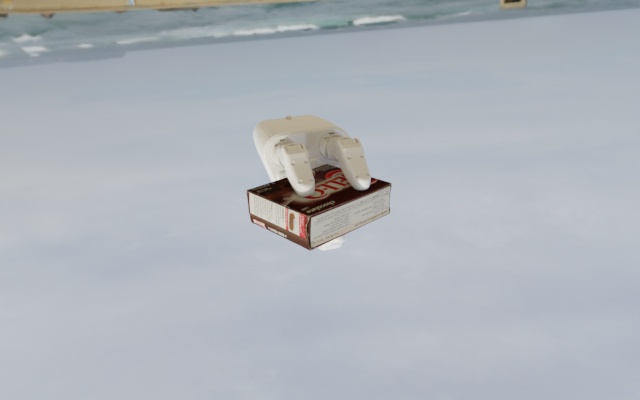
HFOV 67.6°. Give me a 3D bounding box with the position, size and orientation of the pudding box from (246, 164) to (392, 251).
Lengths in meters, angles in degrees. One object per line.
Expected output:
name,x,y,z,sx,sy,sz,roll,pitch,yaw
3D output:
pudding box,0.000,0.002,0.465,0.113,0.039,0.090,-23,30,-38
